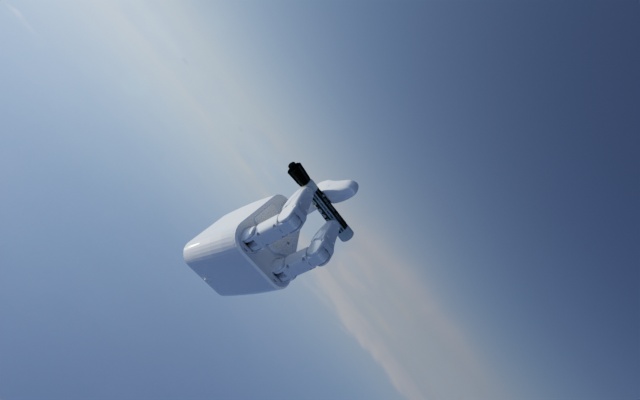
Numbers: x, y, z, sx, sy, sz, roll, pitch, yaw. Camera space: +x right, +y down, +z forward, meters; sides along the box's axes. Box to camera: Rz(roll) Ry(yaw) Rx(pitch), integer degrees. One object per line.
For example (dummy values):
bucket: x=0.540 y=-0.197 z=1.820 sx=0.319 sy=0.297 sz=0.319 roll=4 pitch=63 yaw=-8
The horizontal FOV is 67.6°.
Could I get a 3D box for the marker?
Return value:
marker: x=0.000 y=0.002 z=0.562 sx=0.020 sy=0.121 sz=0.020 roll=-30 pitch=27 yaw=17
